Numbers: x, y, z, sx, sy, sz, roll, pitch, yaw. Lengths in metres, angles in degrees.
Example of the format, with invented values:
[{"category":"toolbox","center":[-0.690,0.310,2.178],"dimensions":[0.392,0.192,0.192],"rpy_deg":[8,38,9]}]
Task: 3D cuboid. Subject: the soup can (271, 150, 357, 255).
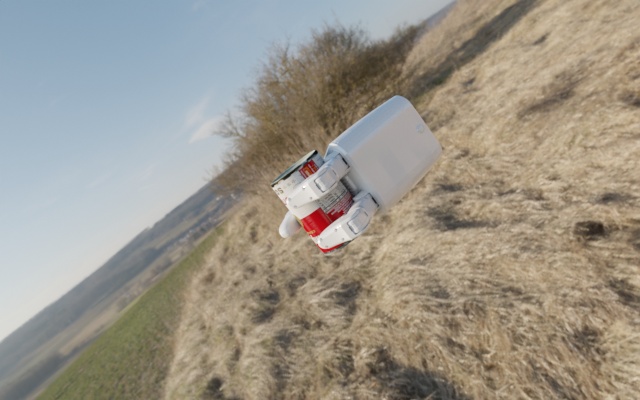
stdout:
[{"category":"soup can","center":[-0.001,0.002,0.544],"dimensions":[0.068,0.102,0.068],"rpy_deg":[-37,9,7]}]
